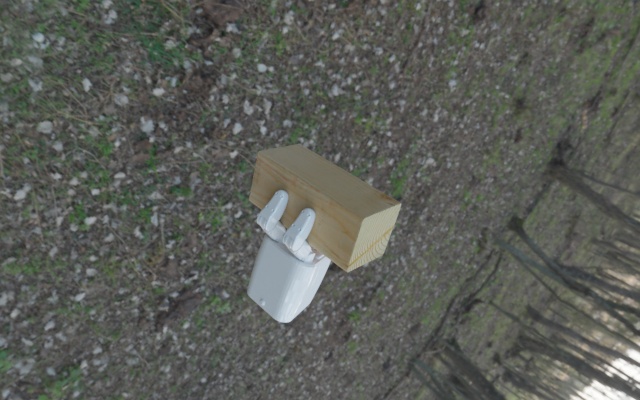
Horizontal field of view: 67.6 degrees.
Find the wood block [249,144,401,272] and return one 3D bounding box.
[{"bbox_3d":[0.000,0.003,0.700,0.206,0.090,0.091,33,32,31],"label":"wood block"}]
